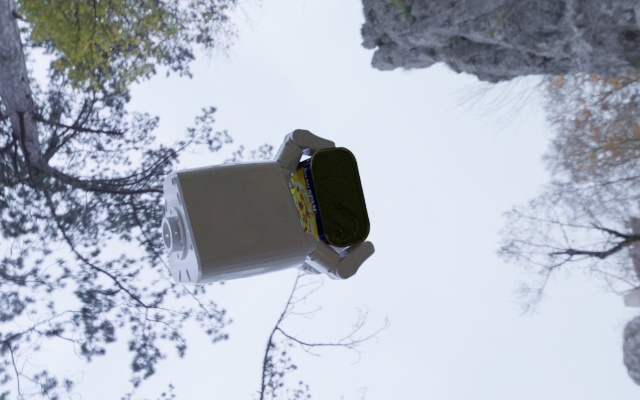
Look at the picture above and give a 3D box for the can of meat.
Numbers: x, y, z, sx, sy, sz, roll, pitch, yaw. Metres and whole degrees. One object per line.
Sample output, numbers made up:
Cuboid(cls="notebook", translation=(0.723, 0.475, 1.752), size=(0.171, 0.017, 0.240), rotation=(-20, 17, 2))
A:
Cuboid(cls="can of meat", translation=(0.000, 0.002, 0.517), size=(0.057, 0.102, 0.084), rotation=(-11, -2, -33))
